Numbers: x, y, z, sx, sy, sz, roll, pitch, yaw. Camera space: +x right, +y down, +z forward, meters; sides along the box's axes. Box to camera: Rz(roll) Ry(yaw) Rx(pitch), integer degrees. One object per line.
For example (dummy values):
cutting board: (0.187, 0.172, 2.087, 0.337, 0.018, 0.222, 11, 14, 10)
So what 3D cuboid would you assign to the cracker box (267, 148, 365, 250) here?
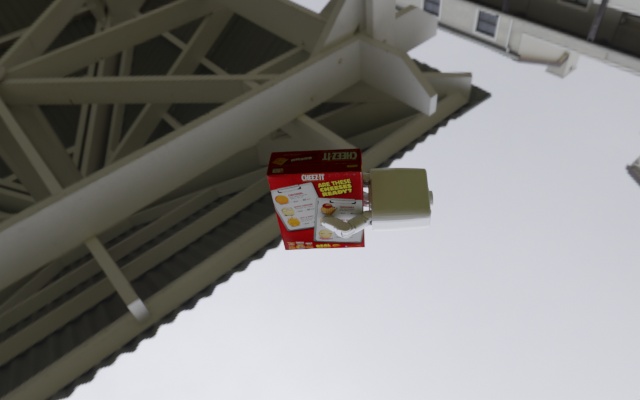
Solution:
cracker box: (0.000, 0.003, 0.900, 0.164, 0.072, 0.214, -2, -43, 5)
